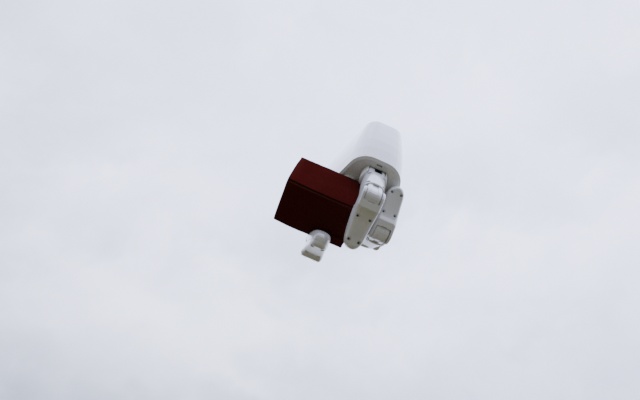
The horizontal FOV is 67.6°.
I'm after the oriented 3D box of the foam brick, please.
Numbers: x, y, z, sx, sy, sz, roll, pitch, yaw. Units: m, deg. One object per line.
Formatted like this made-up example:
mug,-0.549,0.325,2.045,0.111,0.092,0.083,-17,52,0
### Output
foam brick,0.000,0.001,0.488,0.078,0.053,0.051,24,35,-3
